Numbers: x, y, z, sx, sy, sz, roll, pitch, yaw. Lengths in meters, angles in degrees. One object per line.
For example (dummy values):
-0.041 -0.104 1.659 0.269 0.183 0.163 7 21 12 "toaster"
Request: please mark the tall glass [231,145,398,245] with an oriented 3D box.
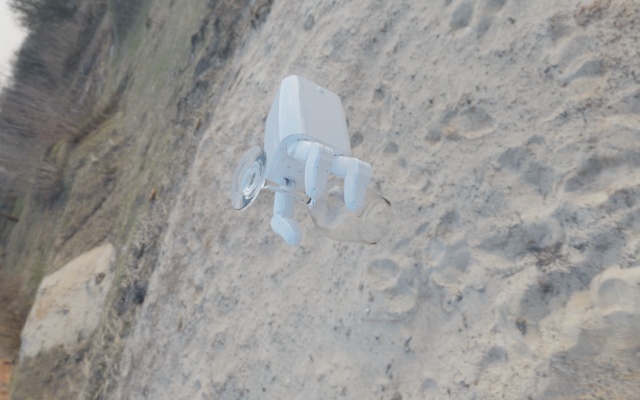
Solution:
0.000 0.002 0.570 0.201 0.079 0.079 19 -11 -33 "tall glass"
